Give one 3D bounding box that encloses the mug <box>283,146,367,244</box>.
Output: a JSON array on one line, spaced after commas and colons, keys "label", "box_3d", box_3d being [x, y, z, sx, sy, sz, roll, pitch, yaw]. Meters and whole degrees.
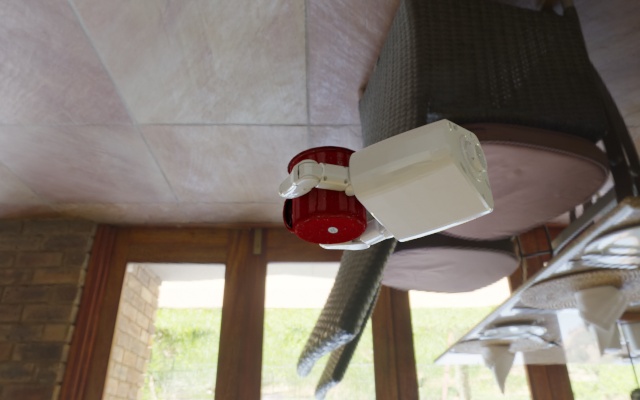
[{"label": "mug", "box_3d": [-0.001, 0.002, 0.543, 0.117, 0.081, 0.093, -23, -34, 34]}]
